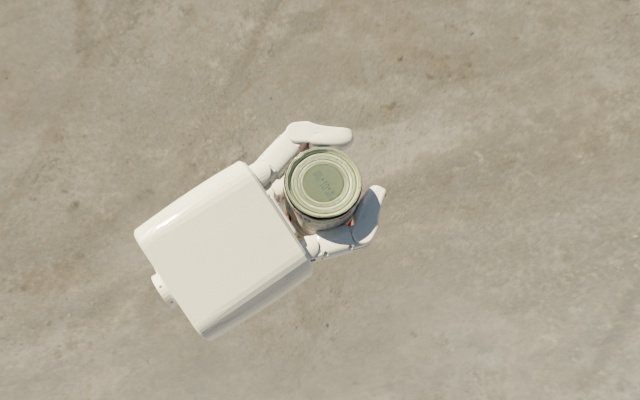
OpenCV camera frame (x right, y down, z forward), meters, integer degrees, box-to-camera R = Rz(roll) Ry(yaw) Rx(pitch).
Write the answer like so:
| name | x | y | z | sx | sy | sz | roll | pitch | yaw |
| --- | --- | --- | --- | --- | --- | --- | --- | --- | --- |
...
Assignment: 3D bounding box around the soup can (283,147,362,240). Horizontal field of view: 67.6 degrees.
| name | x | y | z | sx | sy | sz | roll | pitch | yaw |
| --- | --- | --- | --- | --- | --- | --- | --- | --- | --- |
| soup can | 0.001 | 0.001 | 0.445 | 0.068 | 0.068 | 0.102 | 0 | -20 | -3 |
